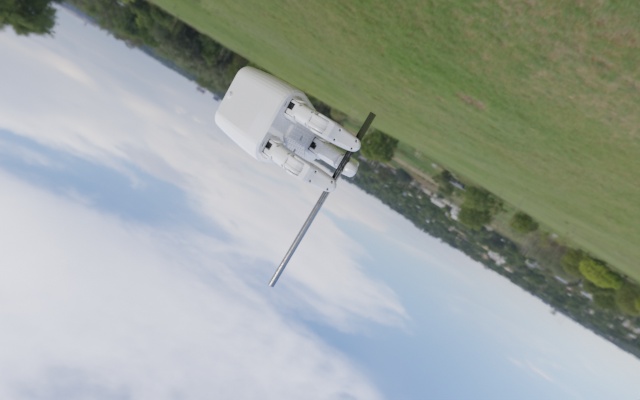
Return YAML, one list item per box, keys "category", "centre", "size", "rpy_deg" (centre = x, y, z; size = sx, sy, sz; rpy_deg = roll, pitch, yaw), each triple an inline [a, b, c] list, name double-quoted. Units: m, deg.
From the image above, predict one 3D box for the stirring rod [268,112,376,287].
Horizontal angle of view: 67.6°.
- category: "stirring rod"
  centre: [0.000, 0.002, 0.569]
  size: [0.011, 0.239, 0.011]
  rpy_deg: [30, 8, -5]
